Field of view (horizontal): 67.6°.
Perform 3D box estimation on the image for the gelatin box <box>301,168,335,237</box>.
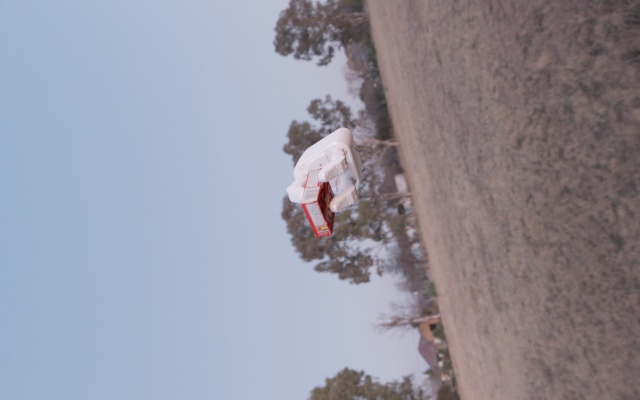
[{"bbox_3d":[0.000,0.003,0.763,0.030,0.073,0.089,-10,36,17],"label":"gelatin box"}]
